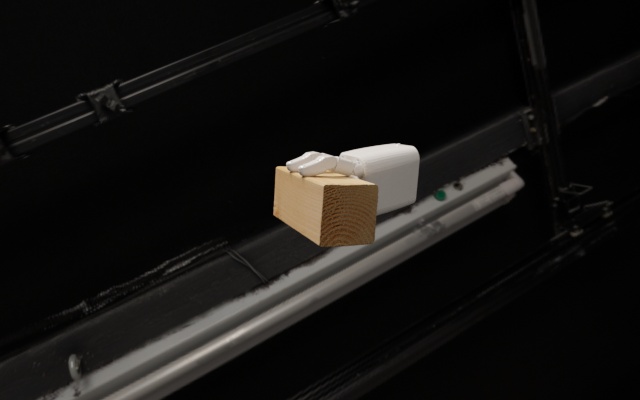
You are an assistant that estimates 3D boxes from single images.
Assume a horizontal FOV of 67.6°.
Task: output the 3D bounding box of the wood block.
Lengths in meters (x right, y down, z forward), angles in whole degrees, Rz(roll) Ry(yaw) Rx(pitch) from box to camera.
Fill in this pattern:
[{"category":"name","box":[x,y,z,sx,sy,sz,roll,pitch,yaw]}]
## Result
[{"category":"wood block","box":[0.000,0.003,0.765,0.090,0.091,0.206,-1,11,-24]}]
